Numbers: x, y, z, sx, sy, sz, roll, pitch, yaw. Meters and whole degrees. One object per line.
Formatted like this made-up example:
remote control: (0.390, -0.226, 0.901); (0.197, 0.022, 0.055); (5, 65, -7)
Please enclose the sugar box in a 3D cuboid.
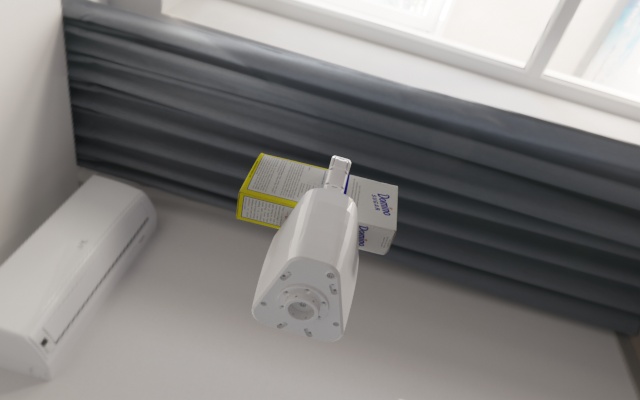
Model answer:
sugar box: (0.000, 0.002, 0.560); (0.176, 0.048, 0.093); (16, 36, 0)
